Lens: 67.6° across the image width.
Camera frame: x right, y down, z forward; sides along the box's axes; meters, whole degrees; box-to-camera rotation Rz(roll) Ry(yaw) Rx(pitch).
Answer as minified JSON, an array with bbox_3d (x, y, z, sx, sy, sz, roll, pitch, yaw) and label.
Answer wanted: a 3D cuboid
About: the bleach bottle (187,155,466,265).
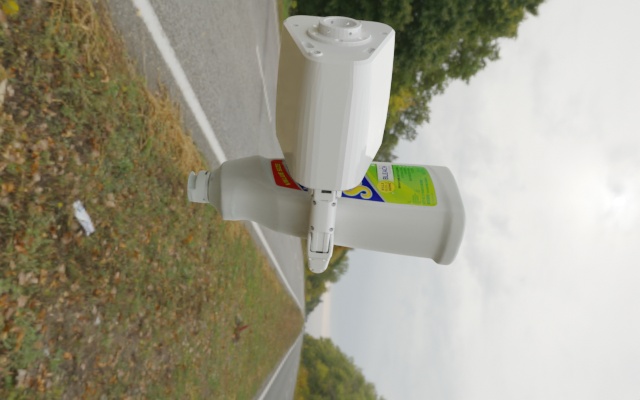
[{"bbox_3d":[0.000,0.001,0.454,0.251,0.068,0.102,5,37,-1],"label":"bleach bottle"}]
